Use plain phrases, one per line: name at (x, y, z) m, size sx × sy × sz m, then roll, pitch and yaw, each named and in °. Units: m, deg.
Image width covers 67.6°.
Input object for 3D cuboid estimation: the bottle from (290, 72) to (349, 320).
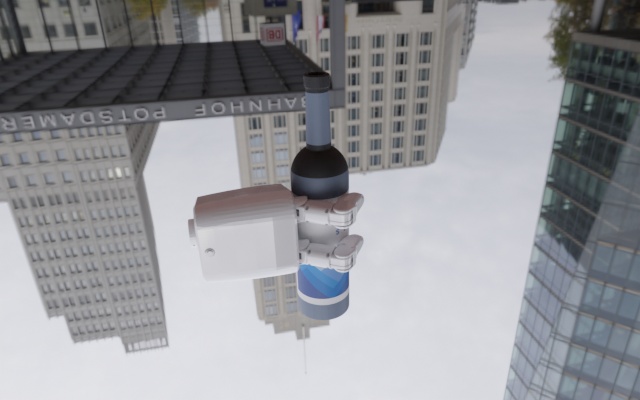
bottle at (0.000, 0.002, 0.557) m, size 0.069 × 0.296 × 0.069 m, roll -1°, pitch 26°, yaw 1°
